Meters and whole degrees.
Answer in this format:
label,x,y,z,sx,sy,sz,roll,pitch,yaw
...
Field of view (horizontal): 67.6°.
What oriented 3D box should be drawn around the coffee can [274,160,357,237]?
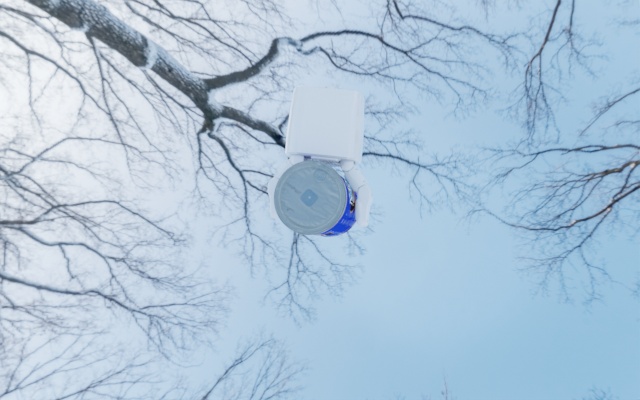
label,x,y,z,sx,sy,sz,roll,pitch,yaw
coffee can,0.000,0.003,0.718,0.103,0.103,0.140,0,-5,13
